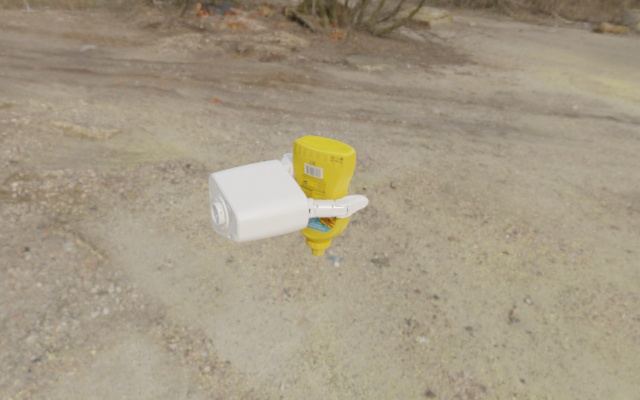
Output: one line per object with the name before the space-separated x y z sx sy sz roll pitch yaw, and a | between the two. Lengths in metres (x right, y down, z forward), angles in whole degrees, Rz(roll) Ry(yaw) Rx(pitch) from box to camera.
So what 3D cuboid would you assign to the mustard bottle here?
mustard bottle | 0.000 0.002 0.737 0.096 0.192 0.058 19 30 28
